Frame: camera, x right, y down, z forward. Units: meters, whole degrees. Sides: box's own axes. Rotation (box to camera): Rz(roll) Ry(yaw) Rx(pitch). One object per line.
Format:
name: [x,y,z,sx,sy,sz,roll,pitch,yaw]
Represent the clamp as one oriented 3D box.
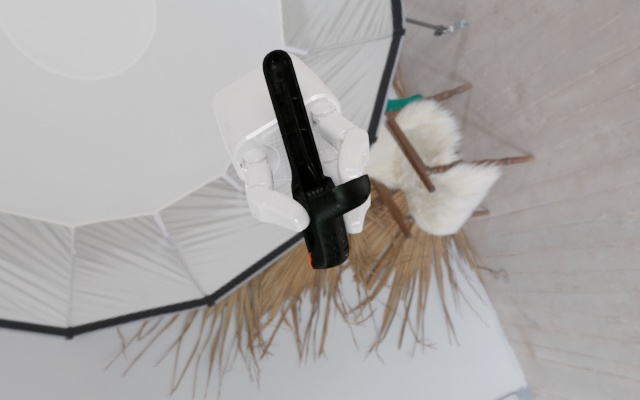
clamp: [-0.001,0.002,0.403,0.036,0.210,0.164,-19,45,-11]
